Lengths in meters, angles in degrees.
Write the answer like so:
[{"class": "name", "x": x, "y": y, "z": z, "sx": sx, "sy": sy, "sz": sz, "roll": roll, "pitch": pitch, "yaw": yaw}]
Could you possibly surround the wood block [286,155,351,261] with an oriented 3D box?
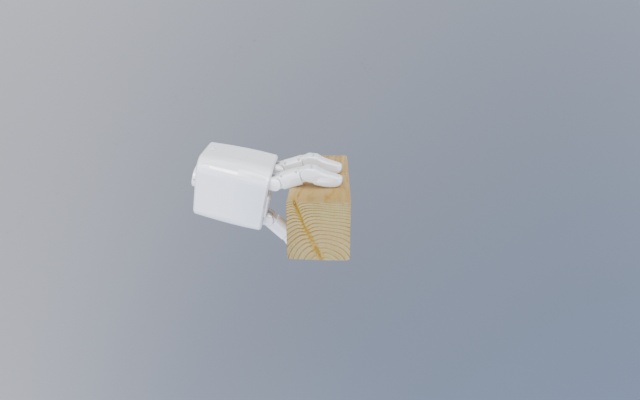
[{"class": "wood block", "x": 0.000, "y": 0.003, "z": 0.745, "sx": 0.090, "sy": 0.091, "sz": 0.206, "roll": 1, "pitch": 23, "yaw": 1}]
